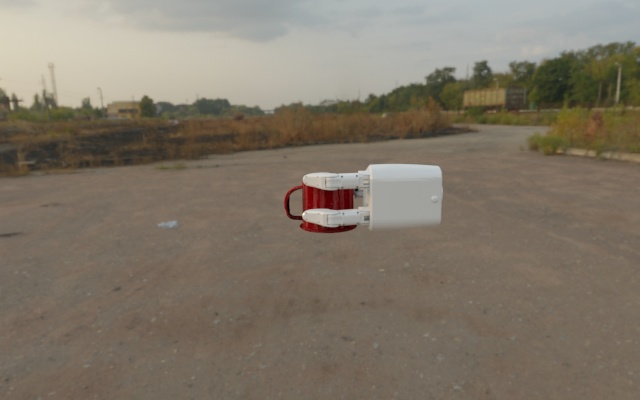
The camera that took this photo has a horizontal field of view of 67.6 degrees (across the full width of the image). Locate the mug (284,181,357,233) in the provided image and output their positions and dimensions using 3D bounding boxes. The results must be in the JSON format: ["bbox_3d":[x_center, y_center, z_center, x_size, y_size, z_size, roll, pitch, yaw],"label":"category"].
[{"bbox_3d":[-0.001,0.002,0.767,0.117,0.081,0.093,-1,10,-2],"label":"mug"}]
